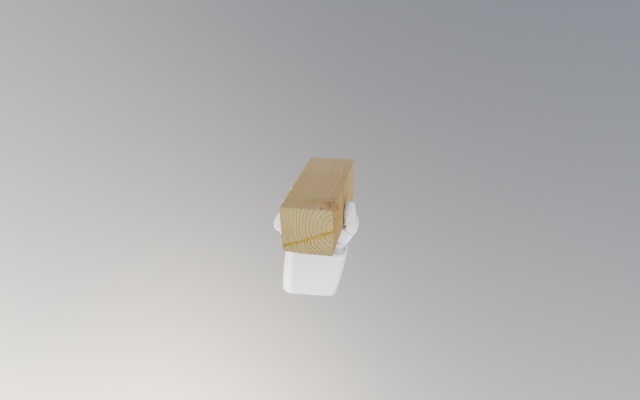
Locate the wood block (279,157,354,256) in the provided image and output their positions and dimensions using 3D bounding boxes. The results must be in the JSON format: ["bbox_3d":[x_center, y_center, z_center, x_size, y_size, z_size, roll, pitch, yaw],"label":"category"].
[{"bbox_3d":[0.000,0.003,0.870,0.091,0.090,0.206,5,29,12],"label":"wood block"}]
